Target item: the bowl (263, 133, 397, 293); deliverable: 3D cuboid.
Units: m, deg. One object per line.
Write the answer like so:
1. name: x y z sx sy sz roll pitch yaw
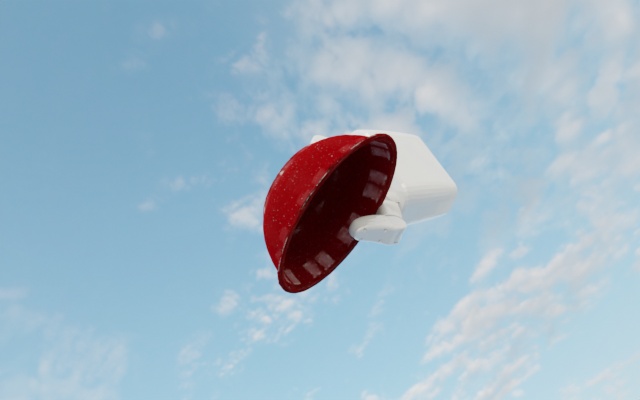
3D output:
1. bowl: -0.001 0.001 0.425 0.055 0.162 0.162 34 15 23
